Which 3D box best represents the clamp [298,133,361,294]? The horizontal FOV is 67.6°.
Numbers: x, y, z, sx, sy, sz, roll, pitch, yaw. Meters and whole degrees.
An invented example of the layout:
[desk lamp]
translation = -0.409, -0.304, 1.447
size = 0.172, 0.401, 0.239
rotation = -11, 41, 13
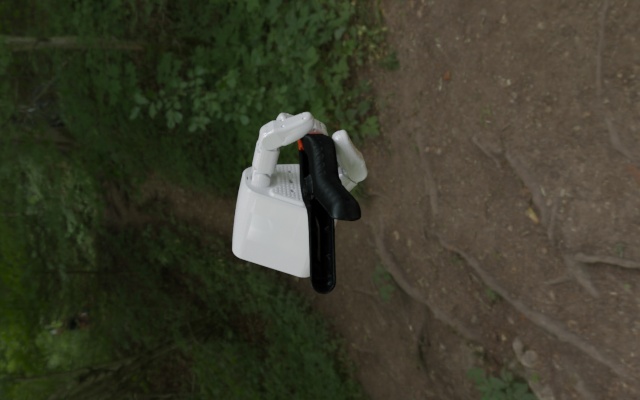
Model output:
[clamp]
translation = -0.001, 0.001, 0.469
size = 0.039, 0.120, 0.171
rotation = 7, 37, -15
